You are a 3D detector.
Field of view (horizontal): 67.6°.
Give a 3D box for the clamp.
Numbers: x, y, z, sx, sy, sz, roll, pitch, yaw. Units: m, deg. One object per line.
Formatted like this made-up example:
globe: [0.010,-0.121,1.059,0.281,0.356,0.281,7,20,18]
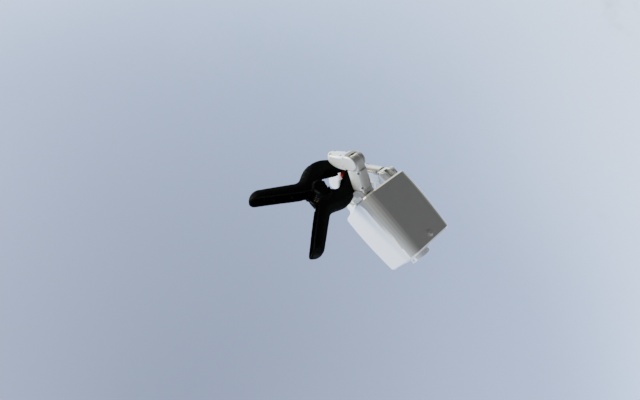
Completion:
clamp: [0.000,0.002,0.655,0.171,0.120,0.039,-34,-9,-32]
